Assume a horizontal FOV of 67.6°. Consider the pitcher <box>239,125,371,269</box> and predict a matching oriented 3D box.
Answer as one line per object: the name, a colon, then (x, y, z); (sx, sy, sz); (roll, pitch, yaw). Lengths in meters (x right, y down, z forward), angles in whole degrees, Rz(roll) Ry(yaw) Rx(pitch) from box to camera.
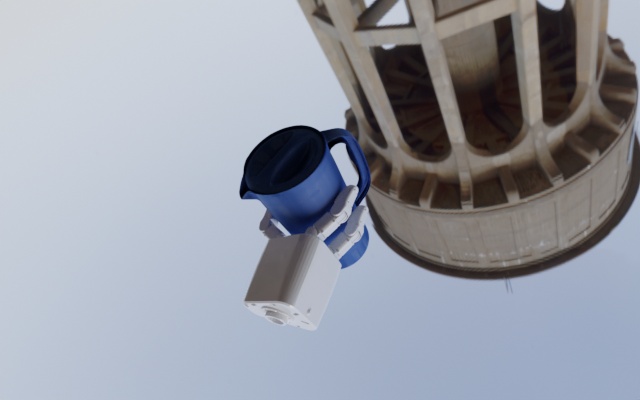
pitcher: (0.000, 0.003, 0.759); (0.149, 0.145, 0.243); (3, -35, 31)
